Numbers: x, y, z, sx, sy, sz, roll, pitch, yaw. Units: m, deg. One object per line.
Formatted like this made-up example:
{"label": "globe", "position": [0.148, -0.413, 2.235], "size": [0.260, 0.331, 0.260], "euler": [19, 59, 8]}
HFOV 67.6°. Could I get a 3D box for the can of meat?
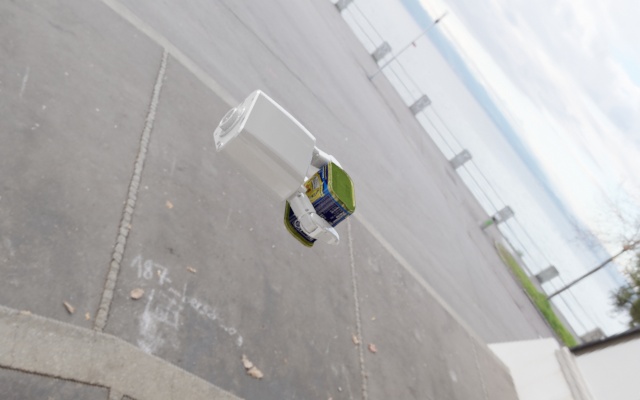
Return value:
{"label": "can of meat", "position": [0.000, 0.002, 0.662], "size": [0.084, 0.057, 0.102], "euler": [-38, 25, 22]}
